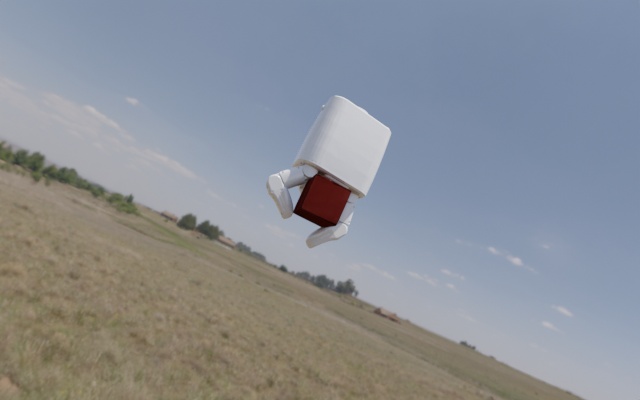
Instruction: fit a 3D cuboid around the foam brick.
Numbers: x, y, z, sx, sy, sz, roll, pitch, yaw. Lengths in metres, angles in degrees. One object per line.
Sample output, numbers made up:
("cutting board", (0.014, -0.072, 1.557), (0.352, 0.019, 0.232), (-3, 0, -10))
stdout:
("foam brick", (0.000, 0.002, 0.636), (0.053, 0.051, 0.078), (27, -10, -8))
